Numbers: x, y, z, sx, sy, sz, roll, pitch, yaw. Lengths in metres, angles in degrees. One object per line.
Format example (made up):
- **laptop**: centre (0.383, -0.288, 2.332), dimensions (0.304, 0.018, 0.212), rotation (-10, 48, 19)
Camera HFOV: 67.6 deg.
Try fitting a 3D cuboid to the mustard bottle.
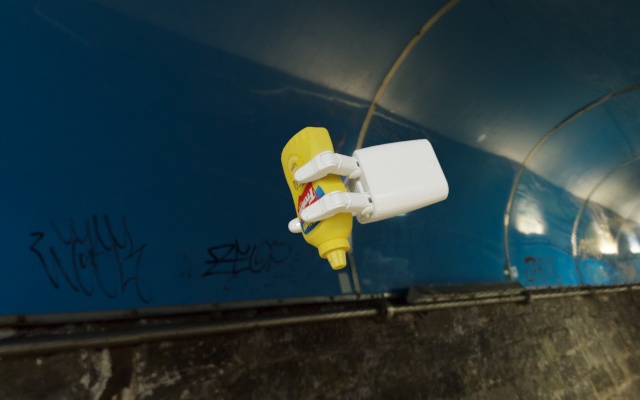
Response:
- **mustard bottle**: centre (0.000, 0.002, 0.657), dimensions (0.058, 0.191, 0.096), rotation (-1, -27, -33)
